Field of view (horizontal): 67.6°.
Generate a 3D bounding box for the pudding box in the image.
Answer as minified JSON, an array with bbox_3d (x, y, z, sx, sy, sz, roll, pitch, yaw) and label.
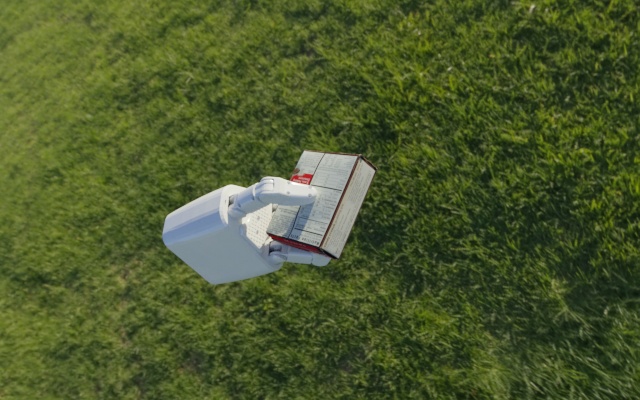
[{"bbox_3d":[0.000,0.002,0.526,0.090,0.113,0.039,12,-16,43],"label":"pudding box"}]
